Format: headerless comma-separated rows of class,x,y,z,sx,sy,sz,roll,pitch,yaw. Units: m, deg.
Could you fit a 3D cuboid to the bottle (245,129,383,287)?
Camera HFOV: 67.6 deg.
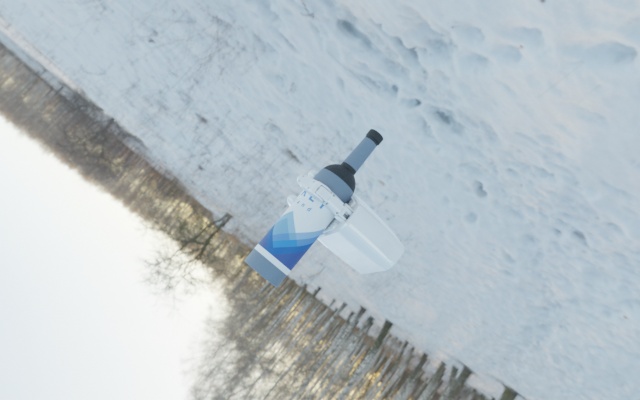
bottle,0.000,0.003,0.764,0.069,0.295,0.069,39,-9,7
